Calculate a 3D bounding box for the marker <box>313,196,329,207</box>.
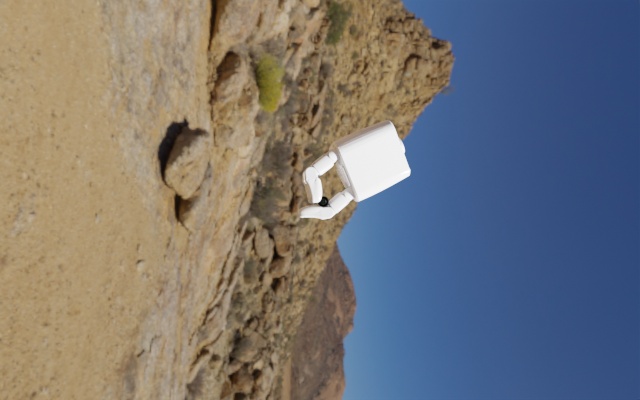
[{"bbox_3d":[0.000,0.003,0.861,0.020,0.020,0.121,0,-1,-5],"label":"marker"}]
